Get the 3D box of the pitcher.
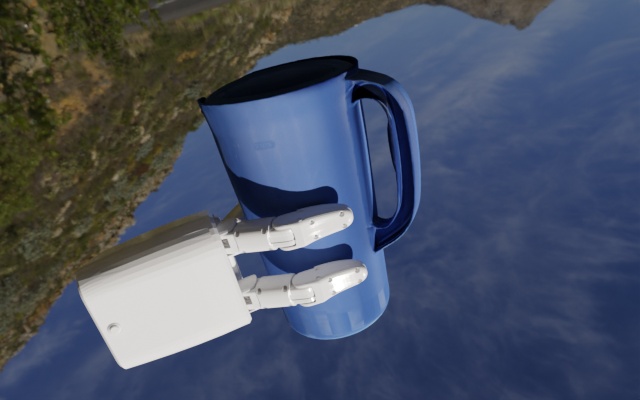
[{"bbox_3d":[0.000,0.001,0.427,0.145,0.243,0.149,-21,26,-14],"label":"pitcher"}]
